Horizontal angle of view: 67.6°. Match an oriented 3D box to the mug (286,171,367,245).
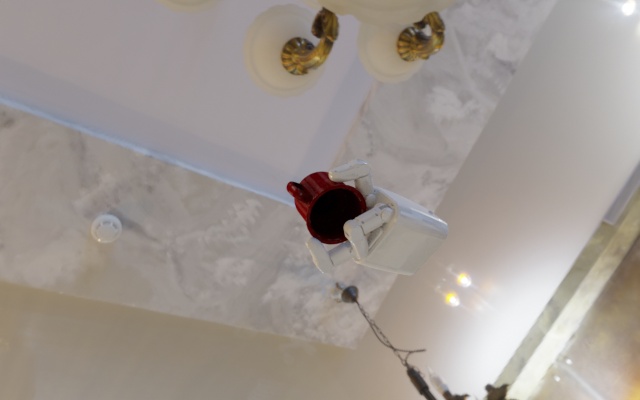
[{"bbox_3d":[-0.001,0.002,0.704,0.117,0.093,0.081,22,12,-28],"label":"mug"}]
